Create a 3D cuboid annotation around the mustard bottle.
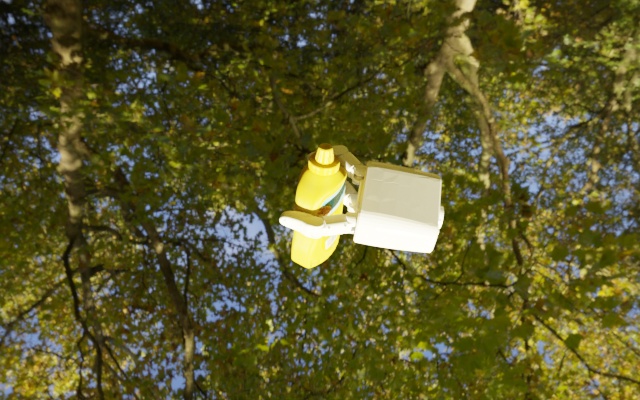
[{"bbox_3d":[0.000,0.002,0.676,0.058,0.192,0.096,27,46,21],"label":"mustard bottle"}]
